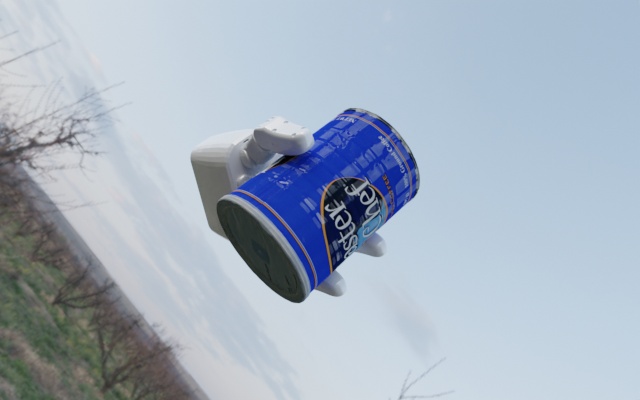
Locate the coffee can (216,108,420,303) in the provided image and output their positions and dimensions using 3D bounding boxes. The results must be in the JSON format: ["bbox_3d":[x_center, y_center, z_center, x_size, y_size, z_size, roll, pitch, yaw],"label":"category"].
[{"bbox_3d":[0.000,0.001,0.402,0.140,0.103,0.103,-39,20,-26],"label":"coffee can"}]
